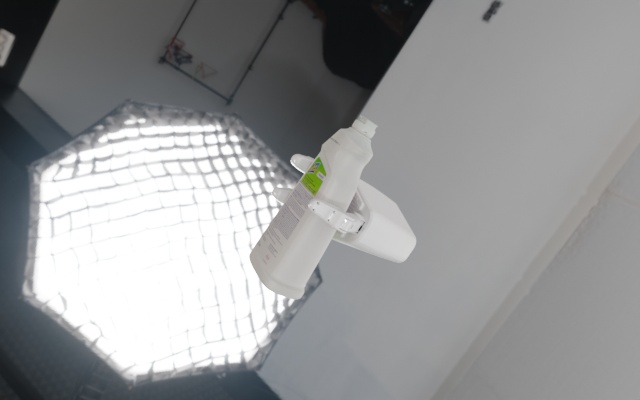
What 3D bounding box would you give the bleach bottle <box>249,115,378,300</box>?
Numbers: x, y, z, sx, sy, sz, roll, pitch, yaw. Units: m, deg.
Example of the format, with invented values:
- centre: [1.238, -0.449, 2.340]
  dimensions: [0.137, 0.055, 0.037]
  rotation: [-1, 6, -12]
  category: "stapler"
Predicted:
- centre: [0.000, 0.002, 0.641]
  dimensions: [0.068, 0.251, 0.102]
  rotation: [27, 10, -35]
  category: "bleach bottle"
